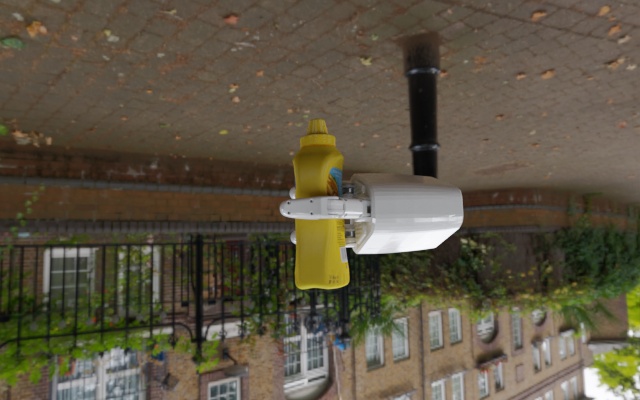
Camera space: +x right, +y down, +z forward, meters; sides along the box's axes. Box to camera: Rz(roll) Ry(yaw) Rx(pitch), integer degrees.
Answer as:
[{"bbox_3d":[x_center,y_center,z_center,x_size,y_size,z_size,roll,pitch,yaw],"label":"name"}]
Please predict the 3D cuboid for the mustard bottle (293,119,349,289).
[{"bbox_3d":[0.000,0.002,0.546,0.058,0.191,0.096,-3,-6,15],"label":"mustard bottle"}]
